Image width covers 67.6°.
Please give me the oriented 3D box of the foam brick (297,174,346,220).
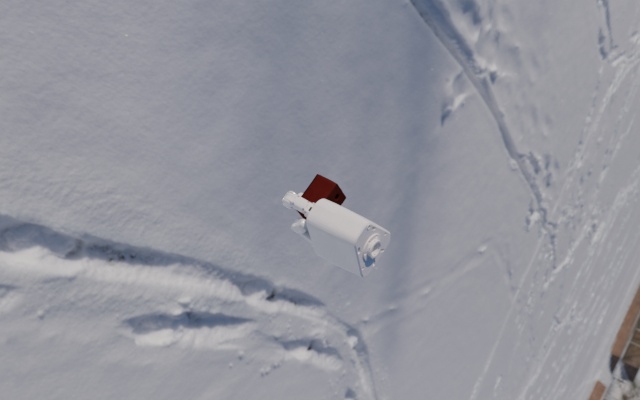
[{"bbox_3d":[0.000,0.003,0.868,0.051,0.078,0.053,25,-17,36],"label":"foam brick"}]
